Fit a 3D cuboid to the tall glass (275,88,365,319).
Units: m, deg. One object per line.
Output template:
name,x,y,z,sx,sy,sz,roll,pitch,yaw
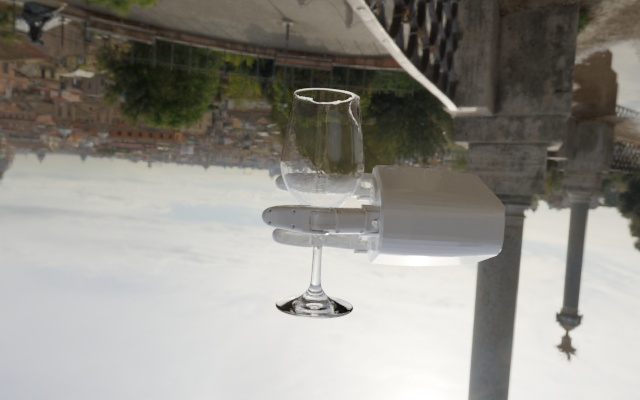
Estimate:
tall glass,0.000,0.002,0.447,0.079,0.201,0.079,3,3,0
